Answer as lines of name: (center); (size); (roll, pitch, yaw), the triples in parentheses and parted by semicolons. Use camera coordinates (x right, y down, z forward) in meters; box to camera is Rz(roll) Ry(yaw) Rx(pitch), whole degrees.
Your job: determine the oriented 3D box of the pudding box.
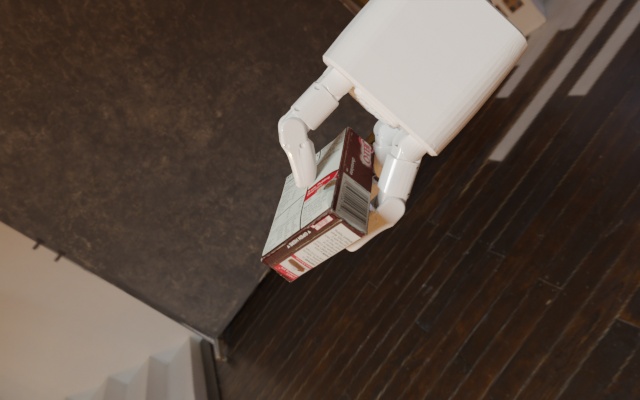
pudding box: (0.000, 0.001, 0.406); (0.039, 0.113, 0.090); (38, -53, -20)
